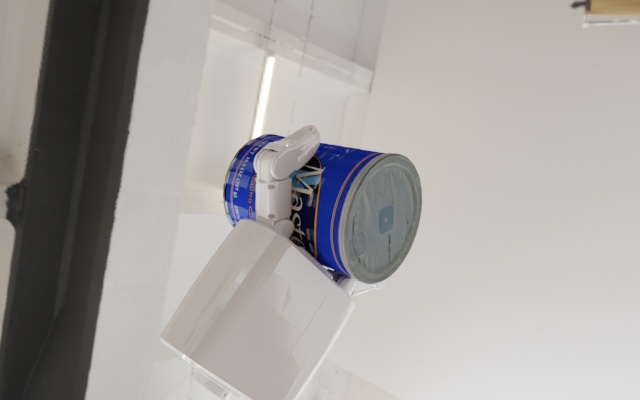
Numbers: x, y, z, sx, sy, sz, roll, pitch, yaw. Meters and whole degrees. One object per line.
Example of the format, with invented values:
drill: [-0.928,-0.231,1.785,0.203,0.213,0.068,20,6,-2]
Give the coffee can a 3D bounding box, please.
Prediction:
coffee can: [0.000,0.001,0.410,0.140,0.103,0.103,15,10,40]
